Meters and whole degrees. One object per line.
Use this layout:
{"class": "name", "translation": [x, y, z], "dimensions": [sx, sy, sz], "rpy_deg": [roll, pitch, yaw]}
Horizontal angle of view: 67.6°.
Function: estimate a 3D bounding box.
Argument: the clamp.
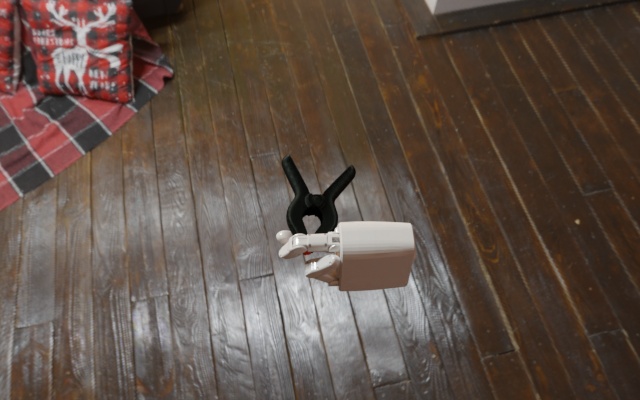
{"class": "clamp", "translation": [0.000, 0.002, 0.741], "dimensions": [0.120, 0.171, 0.039], "rpy_deg": [-1, -28, -2]}
